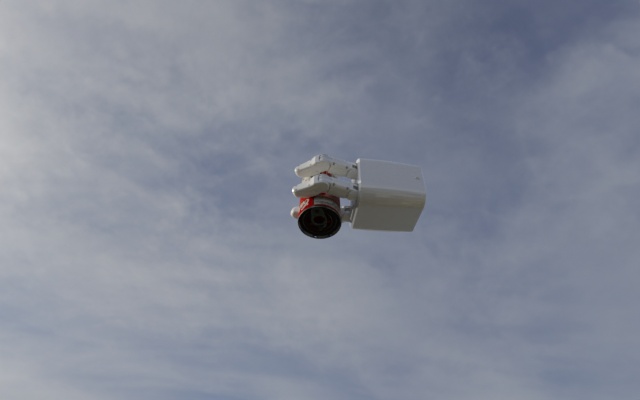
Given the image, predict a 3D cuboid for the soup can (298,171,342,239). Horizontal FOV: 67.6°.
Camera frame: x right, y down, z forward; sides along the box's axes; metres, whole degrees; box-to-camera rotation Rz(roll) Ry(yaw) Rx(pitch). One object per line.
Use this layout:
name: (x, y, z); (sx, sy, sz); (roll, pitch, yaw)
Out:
soup can: (0.000, 0.002, 0.772); (0.068, 0.069, 0.102); (0, 40, 2)
